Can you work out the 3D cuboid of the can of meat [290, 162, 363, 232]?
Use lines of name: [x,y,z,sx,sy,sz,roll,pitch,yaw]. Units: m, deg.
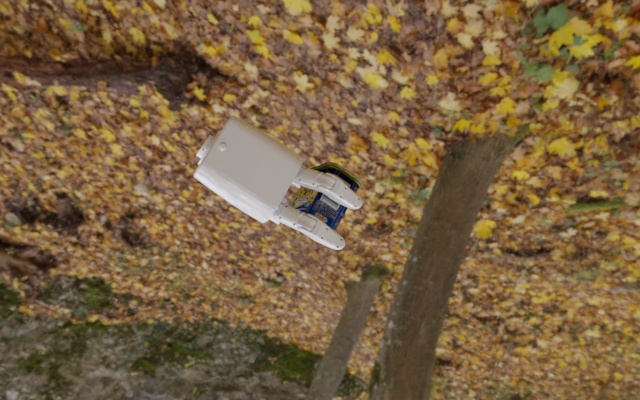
can of meat: [0.000,0.002,0.645,0.057,0.084,0.102,34,-16,-18]
